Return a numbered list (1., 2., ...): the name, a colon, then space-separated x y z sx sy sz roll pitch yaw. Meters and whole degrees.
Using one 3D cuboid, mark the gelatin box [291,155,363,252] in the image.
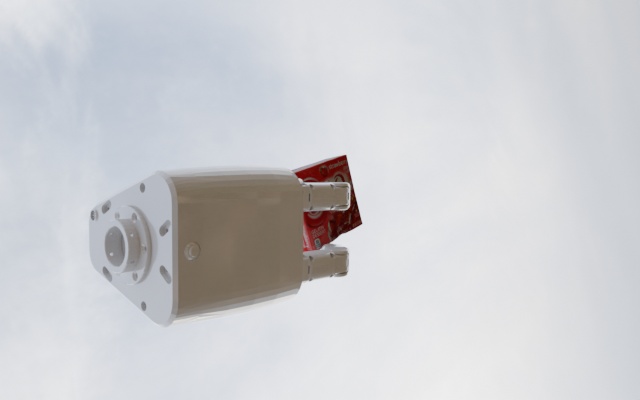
1. gelatin box: 0.000 0.001 0.449 0.030 0.073 0.089 -8 10 37
